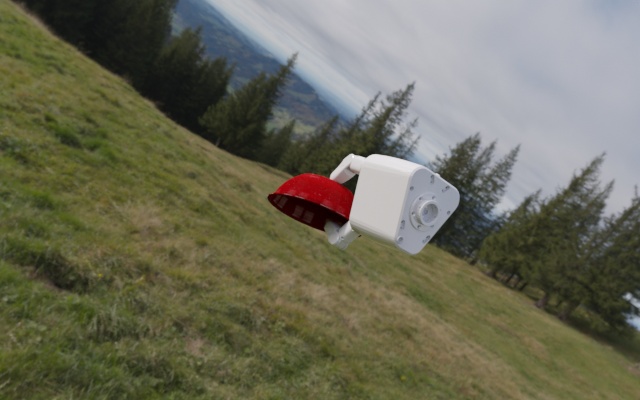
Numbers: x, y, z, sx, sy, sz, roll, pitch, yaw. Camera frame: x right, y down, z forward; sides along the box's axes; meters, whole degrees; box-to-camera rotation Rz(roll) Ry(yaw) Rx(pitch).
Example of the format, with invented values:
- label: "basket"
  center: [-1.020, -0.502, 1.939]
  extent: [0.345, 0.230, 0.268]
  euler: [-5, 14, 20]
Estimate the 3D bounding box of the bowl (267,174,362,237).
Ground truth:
- label: "bowl"
  center: [-0.001, 0.002, 0.758]
  extent: [0.162, 0.055, 0.162]
  euler: [20, -16, 6]
